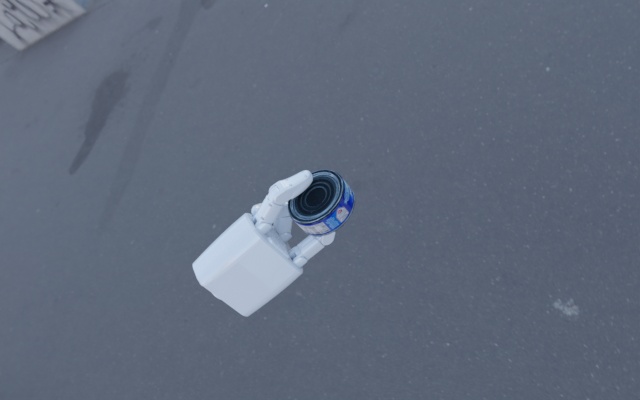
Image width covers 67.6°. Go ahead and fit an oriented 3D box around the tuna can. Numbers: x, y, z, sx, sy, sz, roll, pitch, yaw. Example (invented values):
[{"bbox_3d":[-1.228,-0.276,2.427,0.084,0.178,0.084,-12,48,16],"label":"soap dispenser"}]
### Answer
[{"bbox_3d":[0.000,0.002,0.626,0.086,0.086,0.034,0,-32,35],"label":"tuna can"}]
